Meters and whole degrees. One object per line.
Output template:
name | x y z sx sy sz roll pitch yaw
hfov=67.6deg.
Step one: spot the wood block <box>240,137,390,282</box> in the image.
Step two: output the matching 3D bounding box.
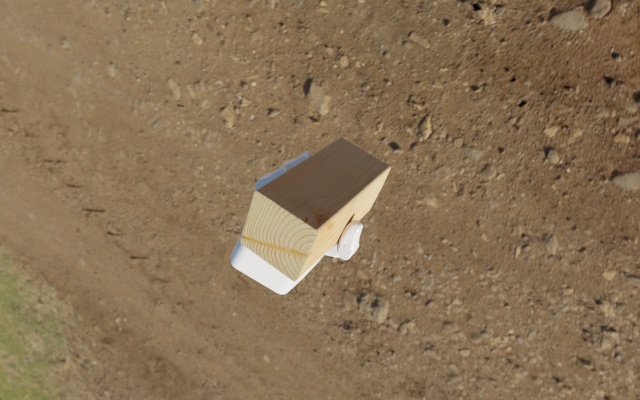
wood block | 0.000 0.003 0.635 0.091 0.090 0.206 33 38 14
